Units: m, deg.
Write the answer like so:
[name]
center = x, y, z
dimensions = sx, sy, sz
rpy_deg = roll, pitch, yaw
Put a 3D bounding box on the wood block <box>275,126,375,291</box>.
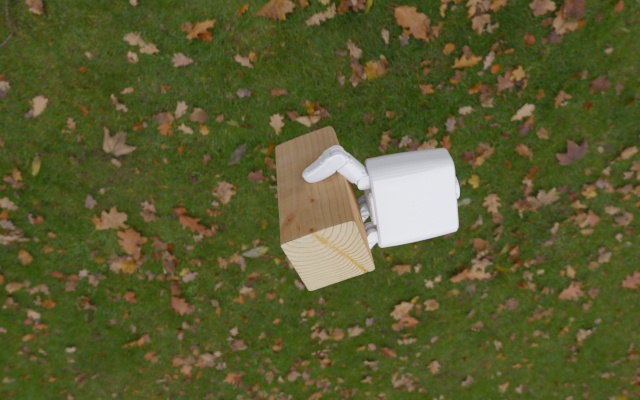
[wood block]
center = 0.000, 0.002, 0.633
dimensions = 0.090, 0.091, 0.206
rpy_deg = -19, 39, 8
